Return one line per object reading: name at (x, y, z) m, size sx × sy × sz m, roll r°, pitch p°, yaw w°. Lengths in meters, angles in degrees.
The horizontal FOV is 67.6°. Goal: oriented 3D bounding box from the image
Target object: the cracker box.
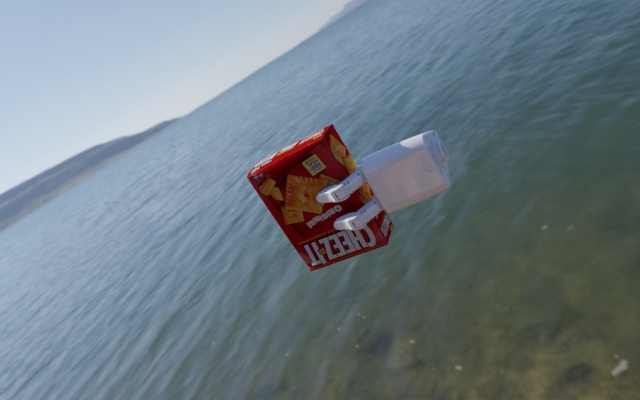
cracker box at (0.000, 0.002, 0.814) m, size 0.164 × 0.214 × 0.072 m, roll -23°, pitch 19°, yaw 28°
